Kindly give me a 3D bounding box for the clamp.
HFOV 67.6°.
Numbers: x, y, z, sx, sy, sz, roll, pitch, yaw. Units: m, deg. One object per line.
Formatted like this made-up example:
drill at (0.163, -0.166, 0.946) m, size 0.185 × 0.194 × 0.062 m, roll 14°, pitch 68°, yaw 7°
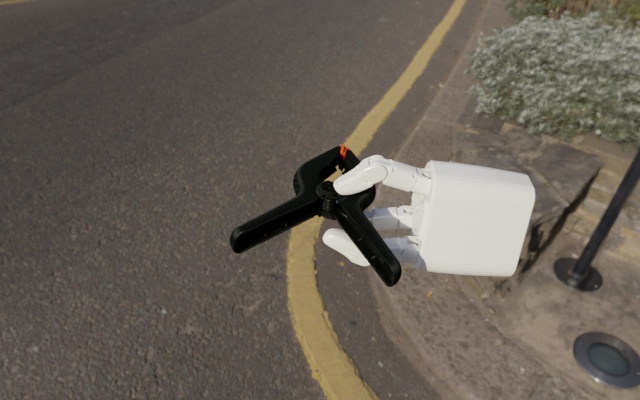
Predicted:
clamp at (0.000, 0.001, 0.517) m, size 0.164 × 0.036 × 0.209 m, roll 9°, pitch 38°, yaw -2°
